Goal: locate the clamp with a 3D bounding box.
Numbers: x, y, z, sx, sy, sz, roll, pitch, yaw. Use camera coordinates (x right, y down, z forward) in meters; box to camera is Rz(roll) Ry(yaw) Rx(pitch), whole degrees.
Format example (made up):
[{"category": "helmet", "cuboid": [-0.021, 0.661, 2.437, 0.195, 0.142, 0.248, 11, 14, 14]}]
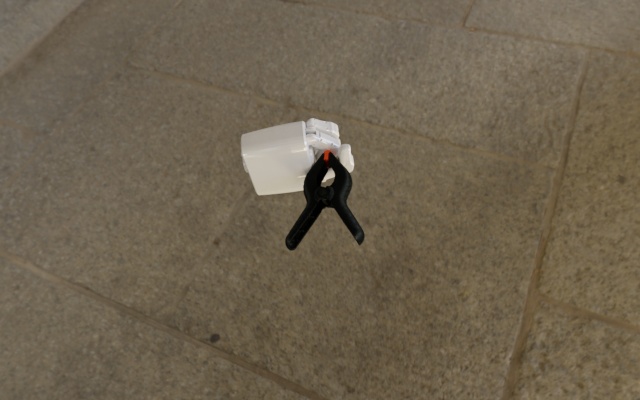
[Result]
[{"category": "clamp", "cuboid": [0.000, 0.002, 0.736, 0.120, 0.171, 0.039, -10, -35, 8]}]
